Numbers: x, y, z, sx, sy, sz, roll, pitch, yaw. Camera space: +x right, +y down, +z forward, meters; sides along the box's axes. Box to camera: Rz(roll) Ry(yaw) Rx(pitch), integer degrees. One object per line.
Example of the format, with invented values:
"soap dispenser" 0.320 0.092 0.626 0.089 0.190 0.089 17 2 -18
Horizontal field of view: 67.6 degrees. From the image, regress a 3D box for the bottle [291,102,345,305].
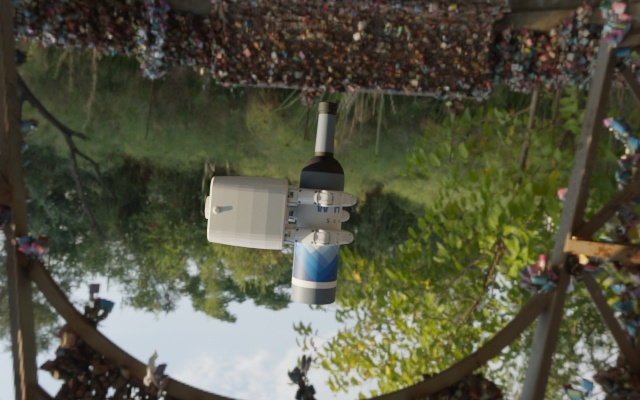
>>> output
"bottle" 0.000 0.003 0.713 0.069 0.296 0.069 4 2 0
